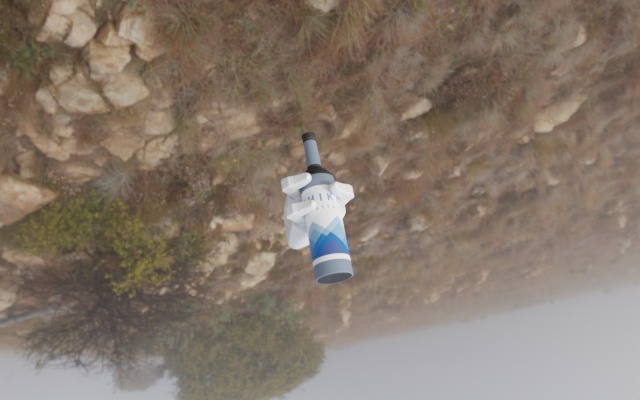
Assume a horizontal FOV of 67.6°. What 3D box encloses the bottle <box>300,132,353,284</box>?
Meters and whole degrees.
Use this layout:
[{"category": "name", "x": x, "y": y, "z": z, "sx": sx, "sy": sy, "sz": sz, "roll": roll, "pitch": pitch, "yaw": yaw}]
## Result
[{"category": "bottle", "x": 0.000, "y": 0.003, "z": 0.886, "sx": 0.069, "sy": 0.295, "sz": 0.069, "roll": -9, "pitch": -24, "yaw": -4}]
